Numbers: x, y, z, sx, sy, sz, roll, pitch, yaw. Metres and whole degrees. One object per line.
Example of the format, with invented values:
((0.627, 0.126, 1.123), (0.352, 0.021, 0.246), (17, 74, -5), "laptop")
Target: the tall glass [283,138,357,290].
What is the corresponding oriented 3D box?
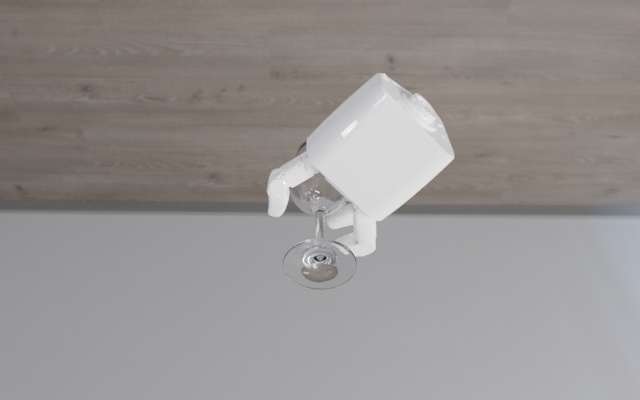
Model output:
((0.000, 0.002, 0.553), (0.079, 0.079, 0.200), (0, 40, 0), "tall glass")
